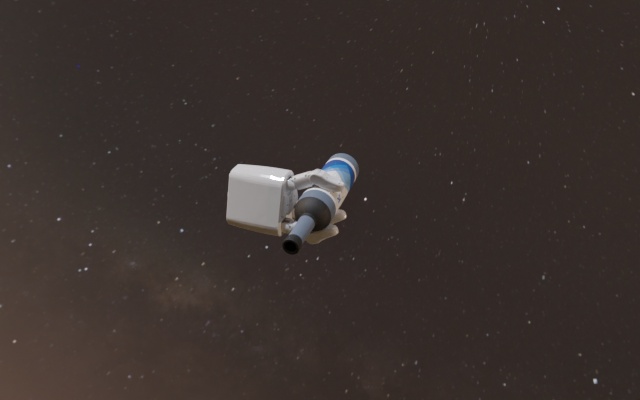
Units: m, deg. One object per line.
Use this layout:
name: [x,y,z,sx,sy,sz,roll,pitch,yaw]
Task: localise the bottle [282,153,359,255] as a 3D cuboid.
bottle: [0.000,0.003,0.834,0.069,0.069,0.295,0,27,20]
